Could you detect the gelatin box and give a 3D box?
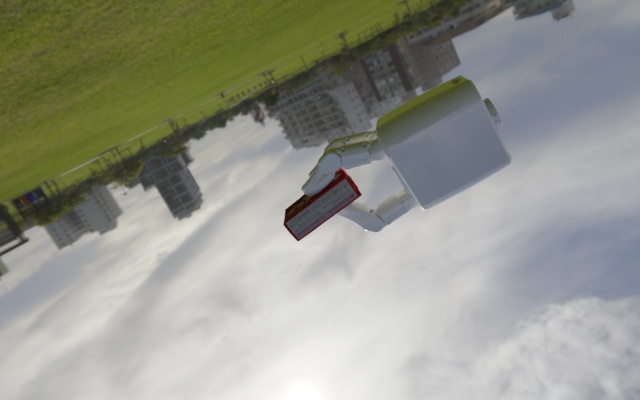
[{"bbox_3d":[0.000,0.002,0.545,0.089,0.030,0.073,-37,11,5],"label":"gelatin box"}]
